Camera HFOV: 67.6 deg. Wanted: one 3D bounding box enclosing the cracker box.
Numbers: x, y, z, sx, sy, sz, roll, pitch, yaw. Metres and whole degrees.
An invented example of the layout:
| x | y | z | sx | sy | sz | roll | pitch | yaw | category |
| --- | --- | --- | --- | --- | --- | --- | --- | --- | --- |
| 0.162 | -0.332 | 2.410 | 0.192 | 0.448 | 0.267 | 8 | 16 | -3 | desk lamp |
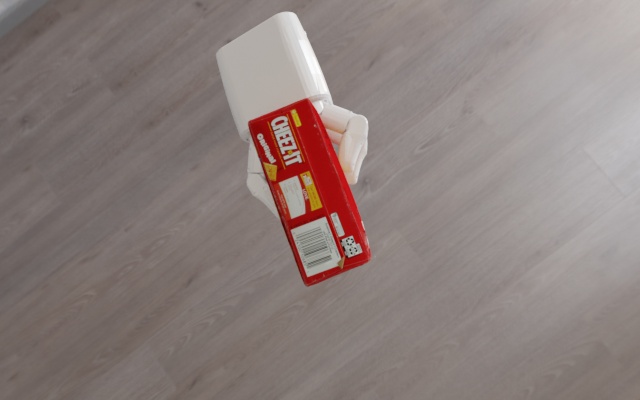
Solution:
| x | y | z | sx | sy | sz | roll | pitch | yaw | category |
| --- | --- | --- | --- | --- | --- | --- | --- | --- | --- |
| 0.000 | 0.002 | 0.531 | 0.072 | 0.164 | 0.214 | -21 | -8 | 4 | cracker box |
